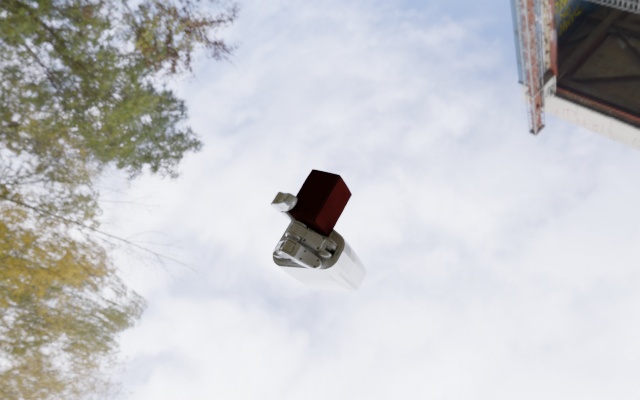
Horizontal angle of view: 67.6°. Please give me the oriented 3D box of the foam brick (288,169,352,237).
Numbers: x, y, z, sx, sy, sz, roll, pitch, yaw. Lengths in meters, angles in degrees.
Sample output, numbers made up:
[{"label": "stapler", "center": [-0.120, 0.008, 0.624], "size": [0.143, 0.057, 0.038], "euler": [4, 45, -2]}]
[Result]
[{"label": "foam brick", "center": [0.000, 0.002, 0.692], "size": [0.053, 0.078, 0.051], "euler": [18, -20, 37]}]
